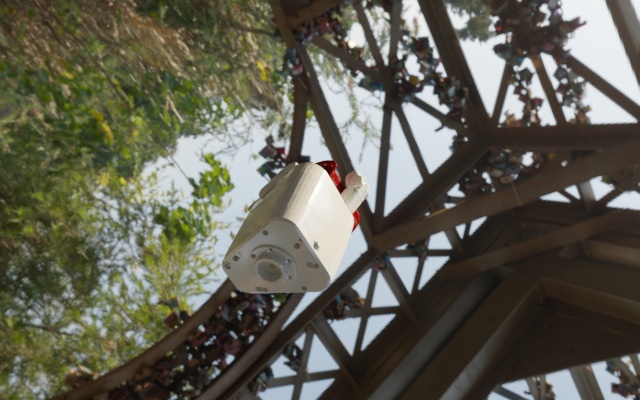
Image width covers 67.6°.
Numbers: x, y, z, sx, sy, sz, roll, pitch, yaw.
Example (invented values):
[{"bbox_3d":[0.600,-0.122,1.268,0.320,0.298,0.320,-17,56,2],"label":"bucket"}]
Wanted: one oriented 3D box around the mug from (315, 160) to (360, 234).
[{"bbox_3d":[0.000,0.001,0.609,0.093,0.081,0.117,-20,23,26],"label":"mug"}]
